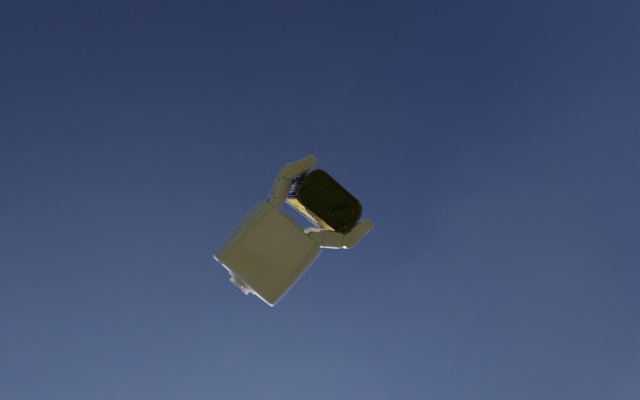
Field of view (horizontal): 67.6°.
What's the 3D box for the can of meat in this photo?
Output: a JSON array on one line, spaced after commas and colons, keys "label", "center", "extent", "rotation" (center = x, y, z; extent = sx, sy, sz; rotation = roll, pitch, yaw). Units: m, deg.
[{"label": "can of meat", "center": [0.000, 0.002, 0.719], "extent": [0.102, 0.057, 0.084], "rotation": [40, -14, -17]}]
